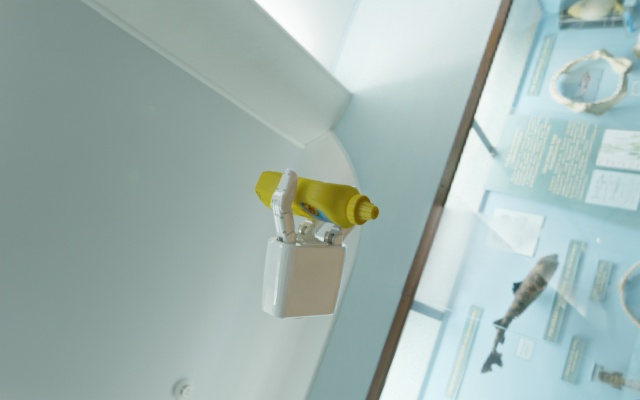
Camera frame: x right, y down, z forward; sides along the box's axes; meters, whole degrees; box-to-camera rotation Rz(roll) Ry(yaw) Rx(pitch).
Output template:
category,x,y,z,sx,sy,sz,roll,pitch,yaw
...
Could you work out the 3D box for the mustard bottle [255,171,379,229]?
category,x,y,z,sx,sy,sz,roll,pitch,yaw
mustard bottle,0.000,0.002,0.685,0.191,0.058,0.096,12,-17,40
